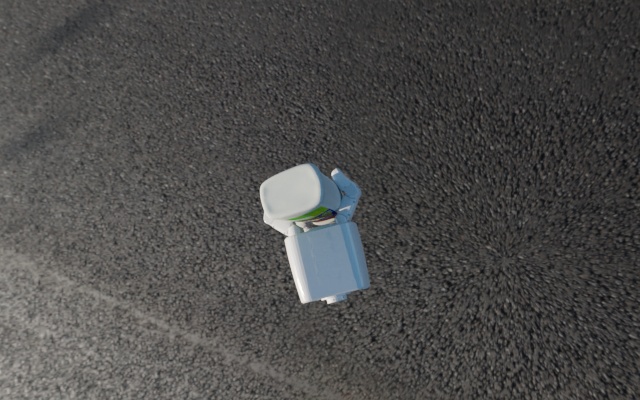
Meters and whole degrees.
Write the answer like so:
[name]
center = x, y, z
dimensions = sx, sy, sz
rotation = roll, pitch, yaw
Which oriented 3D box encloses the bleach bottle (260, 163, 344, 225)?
[bleach bottle]
center = 0.000, 0.003, 0.791
dimensions = 0.102, 0.068, 0.251
rotation = -19, -13, 18
